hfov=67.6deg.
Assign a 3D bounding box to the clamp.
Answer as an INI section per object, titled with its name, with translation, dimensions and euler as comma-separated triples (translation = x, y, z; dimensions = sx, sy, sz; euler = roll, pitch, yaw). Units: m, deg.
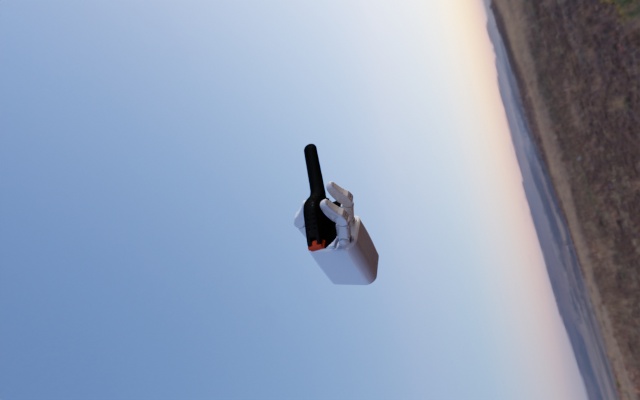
[clamp]
translation = -0.001, 0.004, 0.884
dimensions = 0.036, 0.165, 0.209
euler = -18, 32, 25
